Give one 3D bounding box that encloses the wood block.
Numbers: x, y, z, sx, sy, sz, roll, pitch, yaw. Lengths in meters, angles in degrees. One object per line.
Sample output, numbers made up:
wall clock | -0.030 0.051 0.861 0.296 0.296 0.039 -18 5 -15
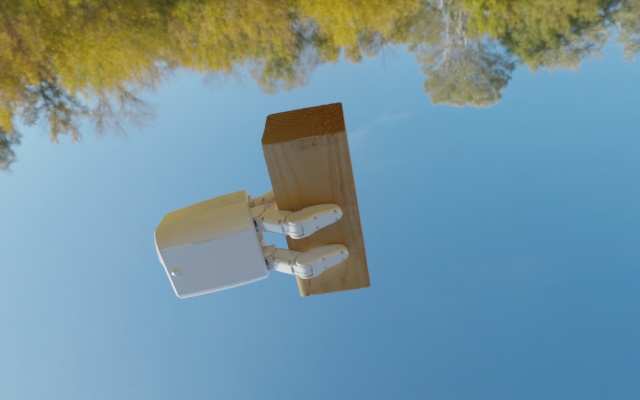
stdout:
wood block | 0.000 0.002 0.566 0.090 0.206 0.090 -9 31 4
